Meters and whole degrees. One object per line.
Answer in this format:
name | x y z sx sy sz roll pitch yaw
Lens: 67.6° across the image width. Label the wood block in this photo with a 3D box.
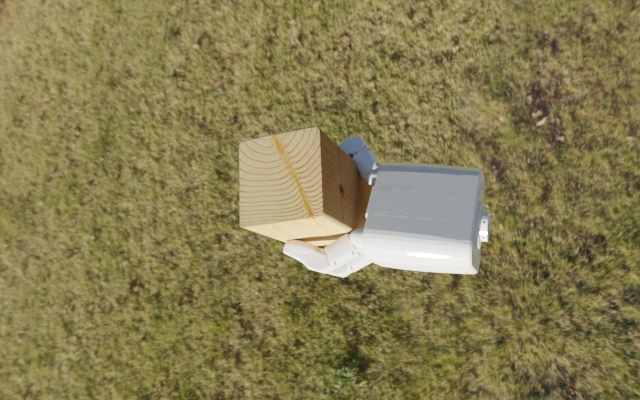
wood block | 0.000 0.001 0.543 0.090 0.090 0.206 -9 -17 21
